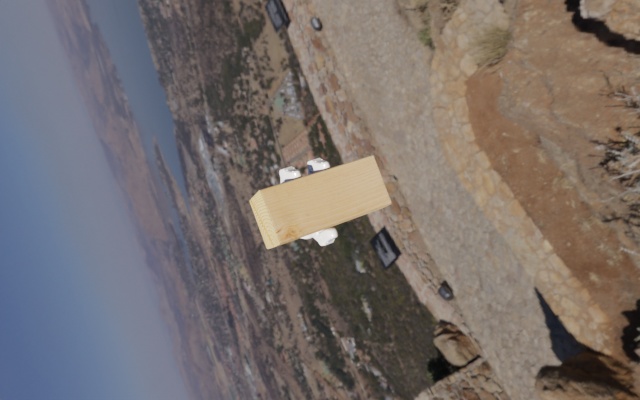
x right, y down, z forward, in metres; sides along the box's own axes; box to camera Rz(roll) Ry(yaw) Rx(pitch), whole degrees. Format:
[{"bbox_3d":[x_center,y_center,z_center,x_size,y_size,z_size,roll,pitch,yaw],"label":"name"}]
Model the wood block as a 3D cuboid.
[{"bbox_3d":[0.000,0.003,0.799,0.206,0.091,0.090,-19,-4,-22],"label":"wood block"}]
